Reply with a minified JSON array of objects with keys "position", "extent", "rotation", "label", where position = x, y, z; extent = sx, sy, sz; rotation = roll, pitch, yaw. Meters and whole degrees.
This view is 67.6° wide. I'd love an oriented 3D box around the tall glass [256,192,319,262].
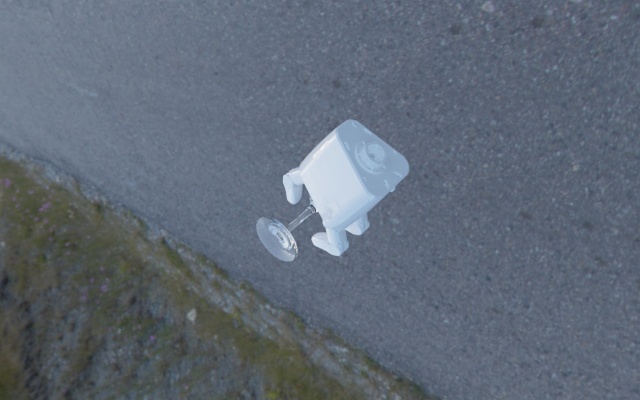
[{"position":[0.000,0.003,0.715],"extent":[0.079,0.079,0.201],"rotation":[0,31,46],"label":"tall glass"}]
